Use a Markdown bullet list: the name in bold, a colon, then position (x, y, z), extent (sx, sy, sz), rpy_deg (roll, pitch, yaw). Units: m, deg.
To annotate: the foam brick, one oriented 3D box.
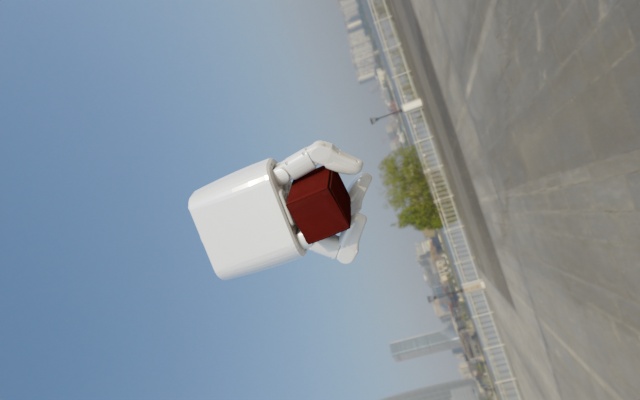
- **foam brick**: position (0.000, 0.002, 0.522), extent (0.051, 0.053, 0.078), rpy_deg (-22, 21, 13)
